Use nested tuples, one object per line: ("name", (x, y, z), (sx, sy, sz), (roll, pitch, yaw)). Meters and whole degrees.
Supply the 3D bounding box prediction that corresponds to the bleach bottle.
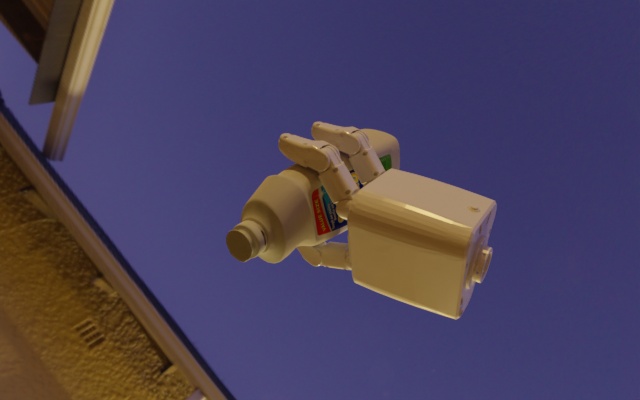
("bleach bottle", (0.000, 0.001, 0.488), (0.068, 0.103, 0.250), (18, 30, 28))
